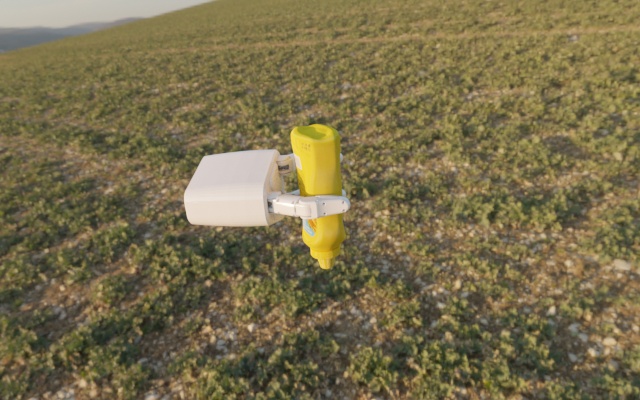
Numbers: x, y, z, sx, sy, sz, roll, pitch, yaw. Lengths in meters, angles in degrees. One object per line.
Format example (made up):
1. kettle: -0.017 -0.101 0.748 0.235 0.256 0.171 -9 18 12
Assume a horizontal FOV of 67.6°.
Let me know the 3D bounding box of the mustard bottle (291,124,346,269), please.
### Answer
1. mustard bottle: 0.000 0.002 0.627 0.058 0.192 0.096 -10 21 -14
